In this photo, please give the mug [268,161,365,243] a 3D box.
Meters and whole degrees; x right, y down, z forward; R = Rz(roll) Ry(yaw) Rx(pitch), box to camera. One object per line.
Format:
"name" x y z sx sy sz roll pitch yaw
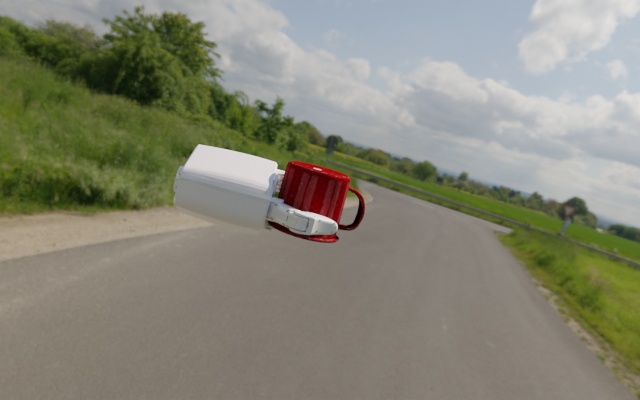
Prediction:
"mug" 0.002 0.002 0.596 0.117 0.081 0.093 14 8 -10
